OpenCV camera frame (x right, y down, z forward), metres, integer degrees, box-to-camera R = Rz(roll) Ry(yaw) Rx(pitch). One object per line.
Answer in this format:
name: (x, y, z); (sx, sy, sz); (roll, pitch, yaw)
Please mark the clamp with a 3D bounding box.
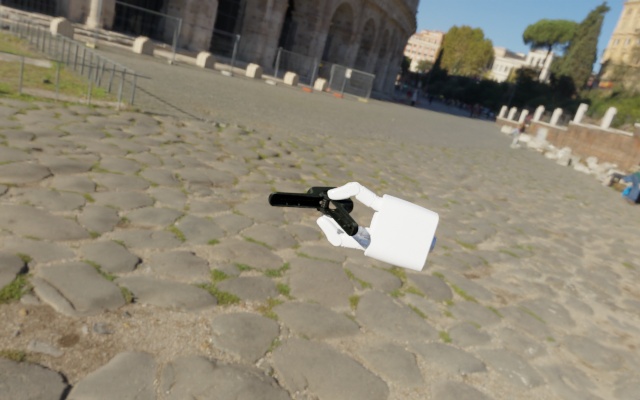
clamp: (0.001, 0.002, 0.892); (0.164, 0.036, 0.210); (20, 16, 4)
